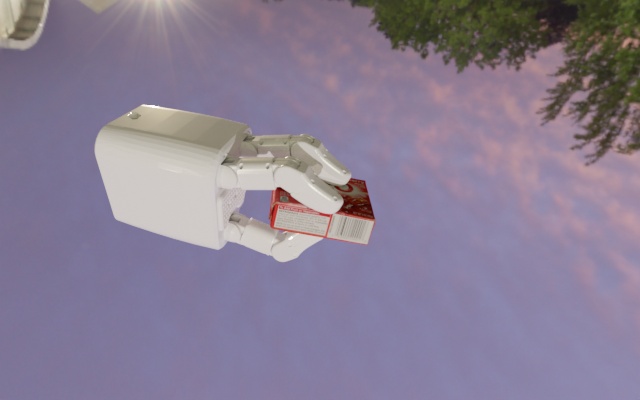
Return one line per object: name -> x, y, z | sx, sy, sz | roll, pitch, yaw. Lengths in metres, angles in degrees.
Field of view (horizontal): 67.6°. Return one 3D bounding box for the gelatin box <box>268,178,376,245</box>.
gelatin box -> 0.000, 0.002, 0.430 | 0.089, 0.030, 0.073 | 11, 29, -9
